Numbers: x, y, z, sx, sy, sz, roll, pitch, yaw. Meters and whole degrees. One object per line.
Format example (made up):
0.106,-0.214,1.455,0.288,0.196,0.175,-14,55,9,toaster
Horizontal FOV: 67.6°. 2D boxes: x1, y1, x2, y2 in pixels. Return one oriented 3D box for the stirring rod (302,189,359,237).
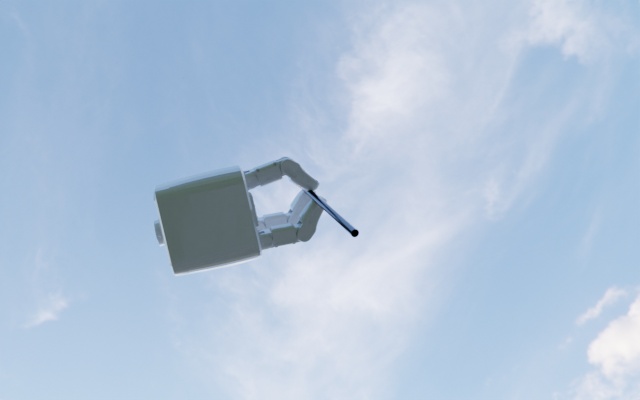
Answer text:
0.000,0.002,0.558,0.011,0.011,0.239,0,14,-16,stirring rod
